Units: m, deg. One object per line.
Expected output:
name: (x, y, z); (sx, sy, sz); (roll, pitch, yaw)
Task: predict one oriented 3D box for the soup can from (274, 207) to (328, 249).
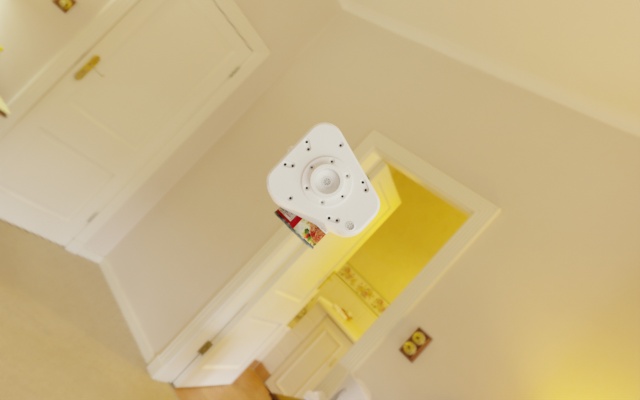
soup can: (0.000, 0.002, 0.608); (0.068, 0.102, 0.068); (43, -2, 2)
